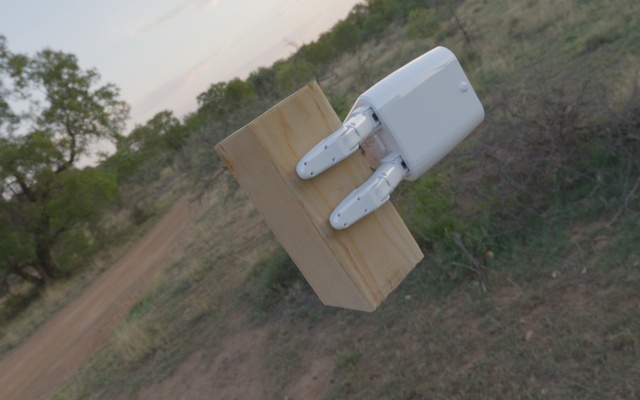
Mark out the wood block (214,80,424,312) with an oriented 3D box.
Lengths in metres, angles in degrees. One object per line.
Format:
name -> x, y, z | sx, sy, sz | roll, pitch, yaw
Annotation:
wood block -> 0.000, 0.001, 0.479 | 0.090, 0.206, 0.091 | -40, 15, -27
